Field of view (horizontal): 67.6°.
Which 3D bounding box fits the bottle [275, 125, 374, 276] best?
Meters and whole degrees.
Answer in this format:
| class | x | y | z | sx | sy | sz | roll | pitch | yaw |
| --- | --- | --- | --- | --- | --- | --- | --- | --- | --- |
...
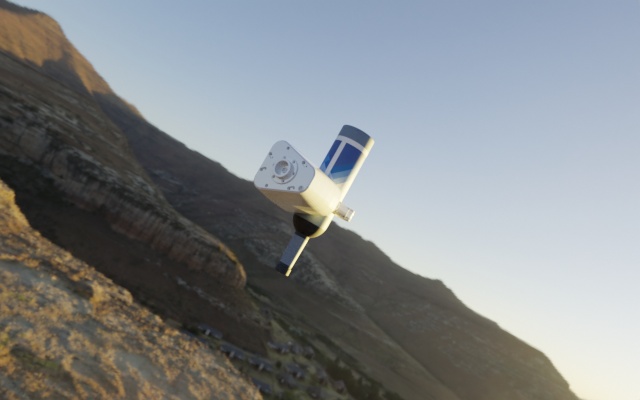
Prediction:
| class | x | y | z | sx | sy | sz | roll | pitch | yaw |
| --- | --- | --- | --- | --- | --- | --- | --- | --- | --- |
| bottle | 0.000 | 0.003 | 0.879 | 0.069 | 0.295 | 0.069 | 29 | -6 | 4 |
